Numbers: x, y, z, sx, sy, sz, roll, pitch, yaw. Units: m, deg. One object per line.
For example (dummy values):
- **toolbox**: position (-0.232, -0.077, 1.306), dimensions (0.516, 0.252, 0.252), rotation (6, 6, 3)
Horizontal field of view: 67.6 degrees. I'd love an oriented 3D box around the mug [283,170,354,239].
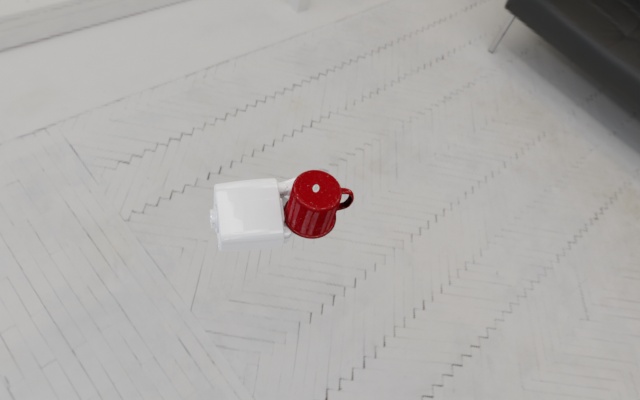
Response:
- **mug**: position (0.002, 0.002, 0.790), dimensions (0.117, 0.093, 0.081), rotation (-5, -32, -15)
